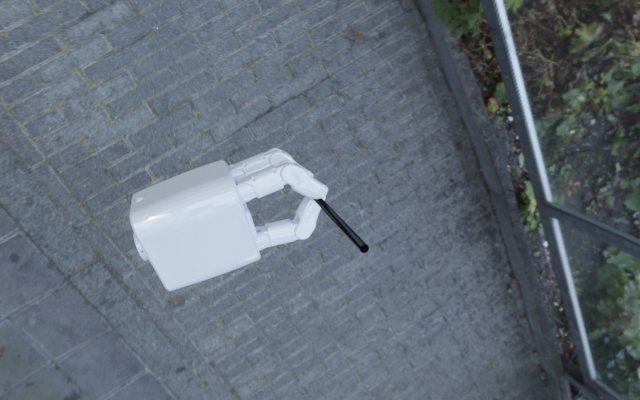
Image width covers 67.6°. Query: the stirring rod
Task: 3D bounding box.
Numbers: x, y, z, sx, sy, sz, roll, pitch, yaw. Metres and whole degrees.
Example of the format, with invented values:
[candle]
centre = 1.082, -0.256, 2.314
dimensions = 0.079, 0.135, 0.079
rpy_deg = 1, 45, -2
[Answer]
[stirring rod]
centre = 0.000, 0.002, 0.507
dimensions = 0.011, 0.011, 0.239
rpy_deg = 0, 19, -19
